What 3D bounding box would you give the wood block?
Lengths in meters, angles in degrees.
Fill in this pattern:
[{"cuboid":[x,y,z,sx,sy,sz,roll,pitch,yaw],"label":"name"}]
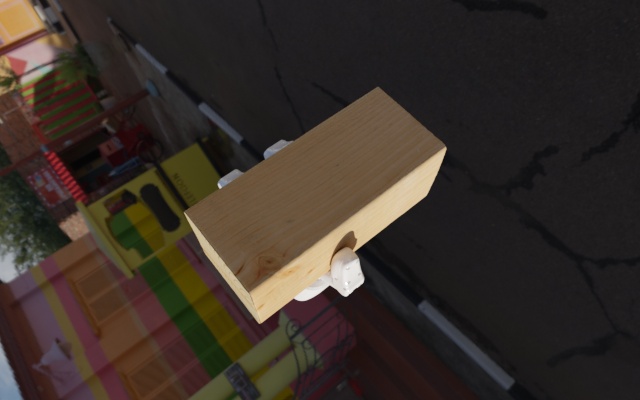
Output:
[{"cuboid":[0.000,0.002,0.425,0.206,0.090,0.090,-36,-22,-18],"label":"wood block"}]
